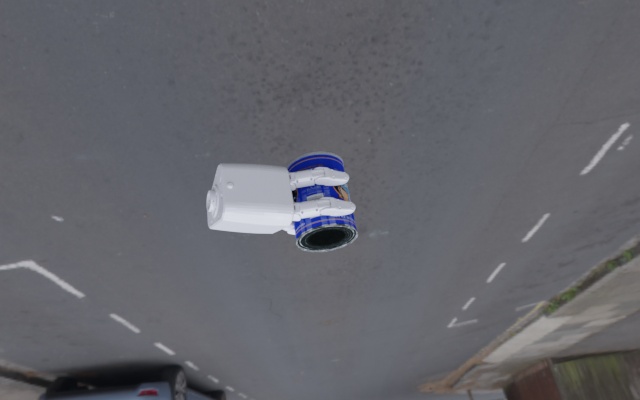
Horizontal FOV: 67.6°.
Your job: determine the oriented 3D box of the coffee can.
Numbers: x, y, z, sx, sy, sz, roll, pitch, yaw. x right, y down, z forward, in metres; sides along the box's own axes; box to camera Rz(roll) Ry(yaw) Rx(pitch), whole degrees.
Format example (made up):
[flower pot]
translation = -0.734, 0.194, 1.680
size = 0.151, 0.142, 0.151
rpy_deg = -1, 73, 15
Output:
[coffee can]
translation = 0.000, 0.003, 0.806
size = 0.103, 0.140, 0.103
rpy_deg = -8, -28, -4
